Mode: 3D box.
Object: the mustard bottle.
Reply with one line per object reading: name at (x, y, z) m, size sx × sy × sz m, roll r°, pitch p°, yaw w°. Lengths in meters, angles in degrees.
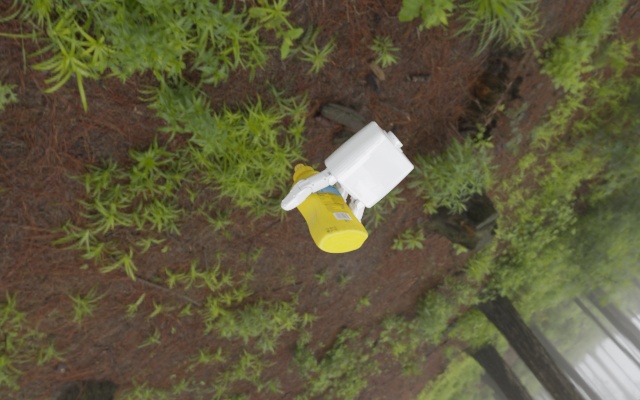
mustard bottle at (0.000, 0.003, 0.834) m, size 0.096 × 0.058 × 0.191 m, roll 2°, pitch 42°, yaw -37°
